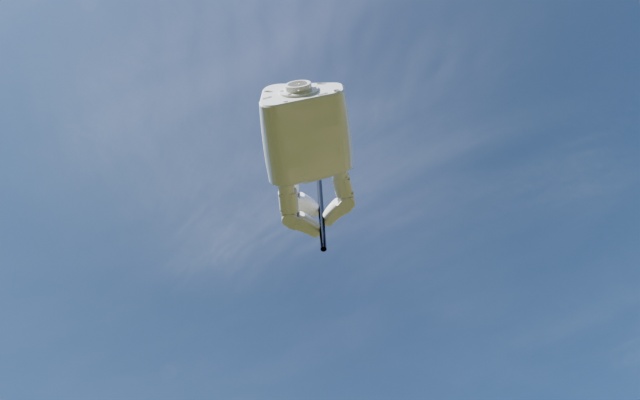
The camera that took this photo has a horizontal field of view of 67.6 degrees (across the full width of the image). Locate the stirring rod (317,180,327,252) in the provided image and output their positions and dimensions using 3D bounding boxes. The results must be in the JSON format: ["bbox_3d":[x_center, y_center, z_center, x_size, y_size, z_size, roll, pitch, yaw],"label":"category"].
[{"bbox_3d":[0.000,0.002,0.708,0.011,0.011,0.239,0,30,-2],"label":"stirring rod"}]
